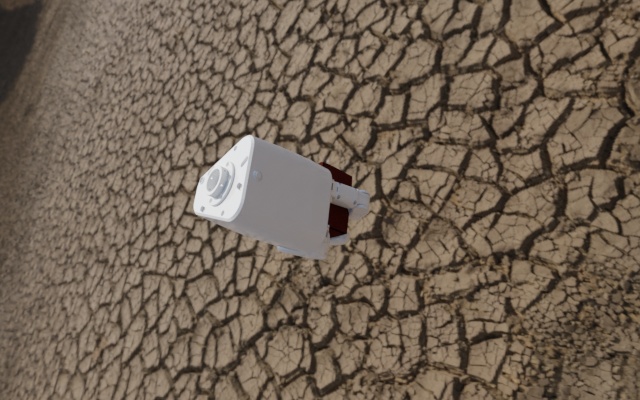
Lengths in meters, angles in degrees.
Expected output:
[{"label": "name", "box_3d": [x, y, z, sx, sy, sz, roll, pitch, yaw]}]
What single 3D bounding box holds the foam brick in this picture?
[{"label": "foam brick", "box_3d": [0.000, 0.002, 0.572, 0.051, 0.078, 0.053, 24, -28, -36]}]
